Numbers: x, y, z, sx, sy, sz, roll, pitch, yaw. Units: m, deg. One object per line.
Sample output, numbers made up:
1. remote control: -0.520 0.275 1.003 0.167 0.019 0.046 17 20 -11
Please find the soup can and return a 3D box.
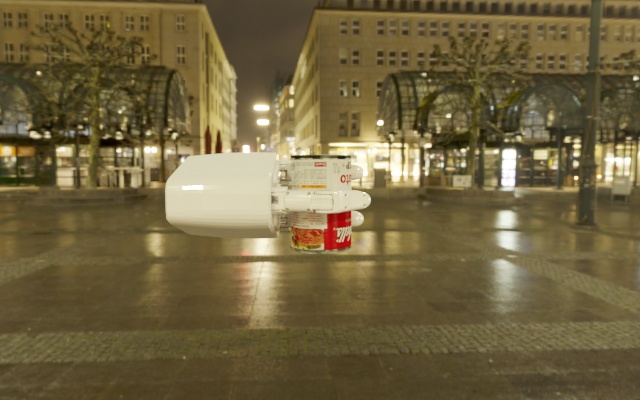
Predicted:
1. soup can: 0.001 0.001 0.519 0.068 0.102 0.068 0 5 0
